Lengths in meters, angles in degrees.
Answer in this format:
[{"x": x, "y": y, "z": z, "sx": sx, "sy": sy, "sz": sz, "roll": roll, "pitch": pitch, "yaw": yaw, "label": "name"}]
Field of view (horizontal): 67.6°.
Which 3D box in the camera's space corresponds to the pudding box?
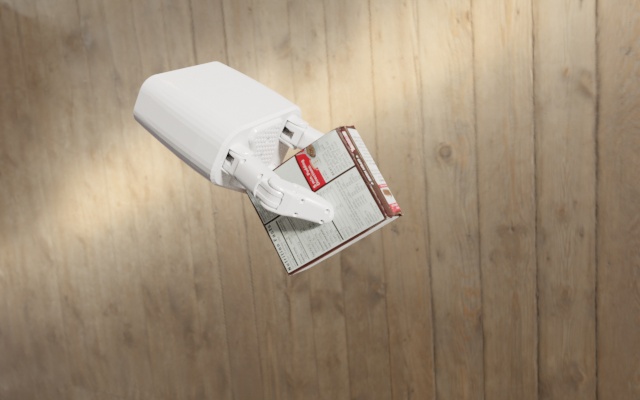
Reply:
[{"x": 0.000, "y": 0.001, "z": 0.414, "sx": 0.113, "sy": 0.090, "sz": 0.039, "roll": -32, "pitch": -9, "yaw": 28, "label": "pudding box"}]
